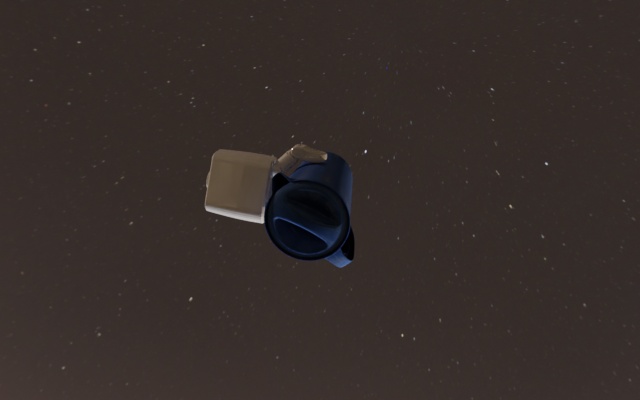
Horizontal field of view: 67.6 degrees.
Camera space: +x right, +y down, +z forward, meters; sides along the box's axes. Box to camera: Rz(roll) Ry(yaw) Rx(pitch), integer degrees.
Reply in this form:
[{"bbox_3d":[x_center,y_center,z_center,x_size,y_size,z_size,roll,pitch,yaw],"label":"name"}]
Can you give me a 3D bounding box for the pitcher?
[{"bbox_3d":[0.000,0.003,0.831,0.145,0.149,0.242,9,21,5],"label":"pitcher"}]
